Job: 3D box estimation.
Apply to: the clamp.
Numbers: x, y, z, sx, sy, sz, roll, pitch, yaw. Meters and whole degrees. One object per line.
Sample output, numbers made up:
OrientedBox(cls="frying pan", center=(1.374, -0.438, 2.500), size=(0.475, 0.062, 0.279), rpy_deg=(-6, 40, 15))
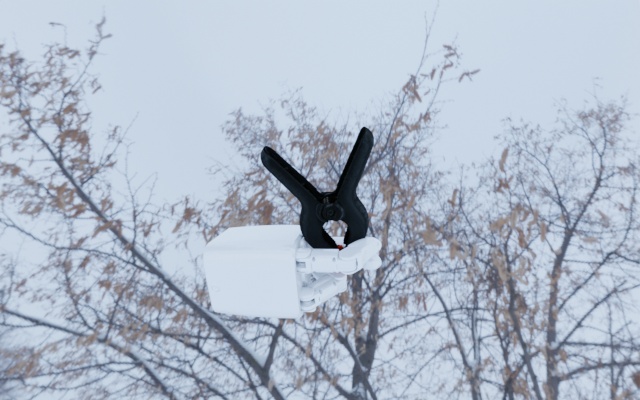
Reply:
OrientedBox(cls="clamp", center=(0.000, 0.002, 0.535), size=(0.120, 0.171, 0.039), rpy_deg=(0, 27, 8))
